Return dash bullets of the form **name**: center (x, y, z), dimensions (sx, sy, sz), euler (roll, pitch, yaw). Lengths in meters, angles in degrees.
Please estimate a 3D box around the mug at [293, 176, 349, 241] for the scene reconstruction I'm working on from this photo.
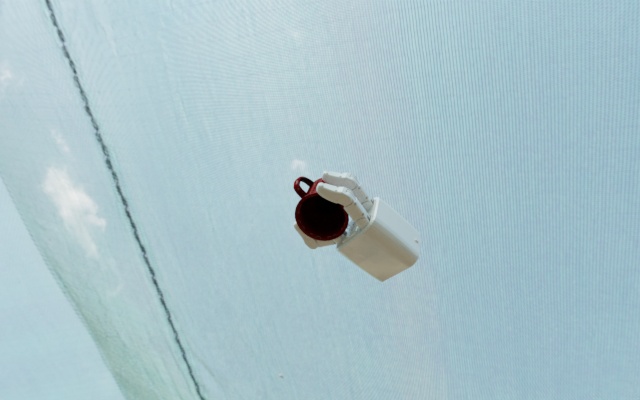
- **mug**: center (-0.001, 0.002, 0.833), dimensions (0.093, 0.117, 0.081), euler (-45, 11, 28)
